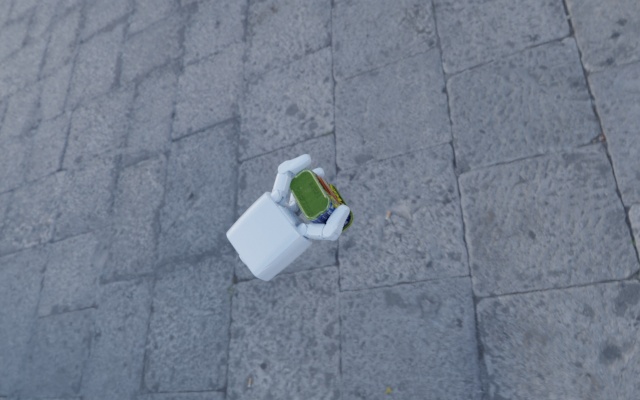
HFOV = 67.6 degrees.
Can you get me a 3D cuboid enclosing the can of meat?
[{"bbox_3d":[0.000,0.003,0.817,0.057,0.102,0.084,-40,-36,12],"label":"can of meat"}]
